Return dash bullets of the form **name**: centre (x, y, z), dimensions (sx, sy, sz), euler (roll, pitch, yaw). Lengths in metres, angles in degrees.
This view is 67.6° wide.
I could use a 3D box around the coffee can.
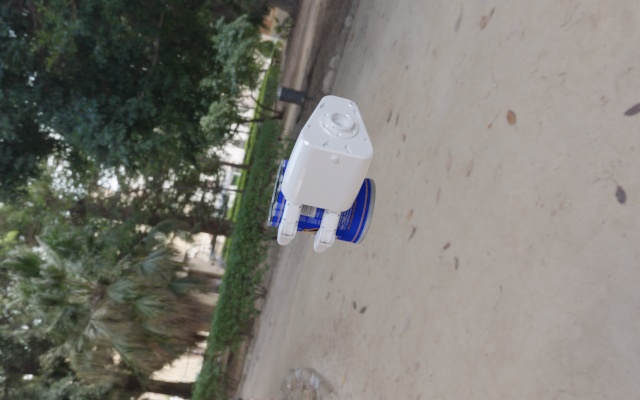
- **coffee can**: centre (0.000, 0.002, 0.718), dimensions (0.140, 0.103, 0.103), euler (12, -2, -8)
